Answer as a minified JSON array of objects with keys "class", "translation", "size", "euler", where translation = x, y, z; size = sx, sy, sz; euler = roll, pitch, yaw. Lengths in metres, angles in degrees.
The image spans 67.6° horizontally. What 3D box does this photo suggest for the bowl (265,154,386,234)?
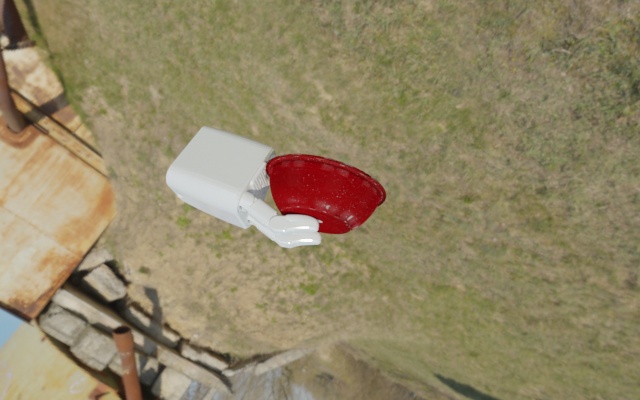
[{"class":"bowl","translation":[0.001,0.003,0.611],"size":[0.162,0.055,0.162],"euler":[13,-20,5]}]
